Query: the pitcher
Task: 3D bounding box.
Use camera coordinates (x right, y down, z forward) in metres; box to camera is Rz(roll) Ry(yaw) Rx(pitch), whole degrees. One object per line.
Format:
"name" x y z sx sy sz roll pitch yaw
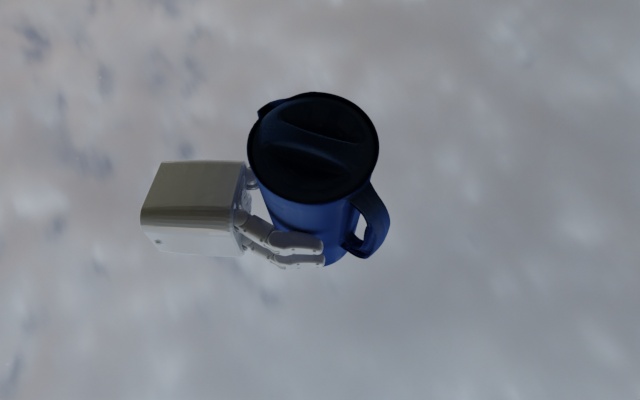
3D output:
"pitcher" 0.000 0.002 0.575 0.145 0.149 0.243 1 -26 1
